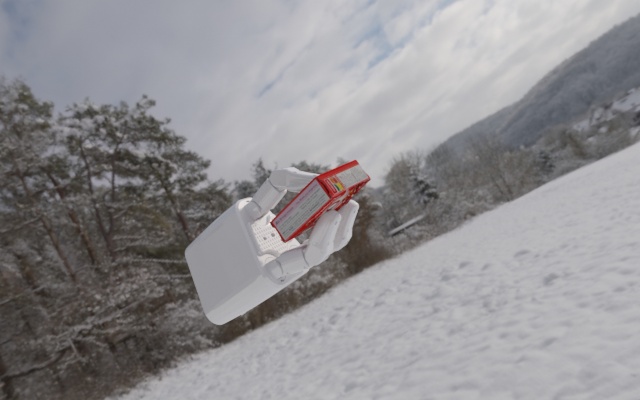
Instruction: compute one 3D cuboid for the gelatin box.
[{"bbox_3d":[0.000,0.001,0.493,0.073,0.030,0.089,-26,-15,-50],"label":"gelatin box"}]
